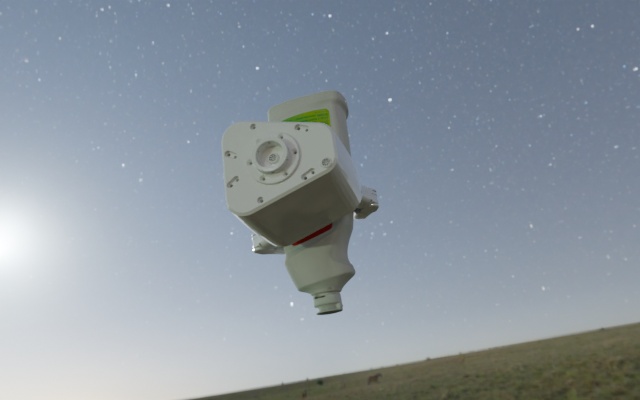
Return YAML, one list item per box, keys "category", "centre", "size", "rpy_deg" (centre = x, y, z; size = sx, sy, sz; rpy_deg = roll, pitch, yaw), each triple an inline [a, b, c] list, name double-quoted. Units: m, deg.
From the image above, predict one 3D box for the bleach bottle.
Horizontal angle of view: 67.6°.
- category: "bleach bottle"
  centre: [0.000, 0.002, 0.551]
  size: [0.102, 0.250, 0.068]
  rpy_deg: [-13, -21, 10]
